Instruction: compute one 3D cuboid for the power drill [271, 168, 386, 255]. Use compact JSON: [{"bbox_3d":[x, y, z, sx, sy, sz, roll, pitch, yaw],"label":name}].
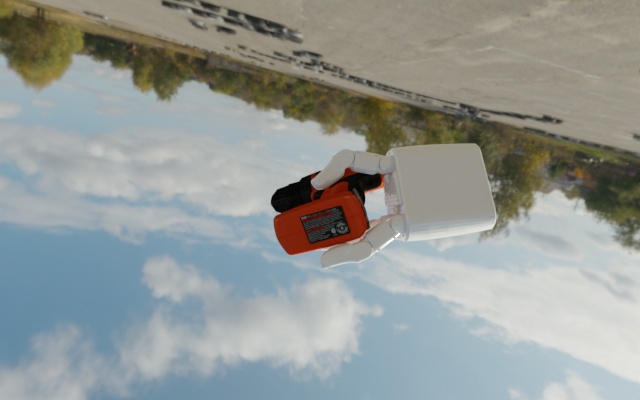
[{"bbox_3d":[0.000,0.002,0.620,0.184,0.057,0.187,-19,16,17],"label":"power drill"}]
